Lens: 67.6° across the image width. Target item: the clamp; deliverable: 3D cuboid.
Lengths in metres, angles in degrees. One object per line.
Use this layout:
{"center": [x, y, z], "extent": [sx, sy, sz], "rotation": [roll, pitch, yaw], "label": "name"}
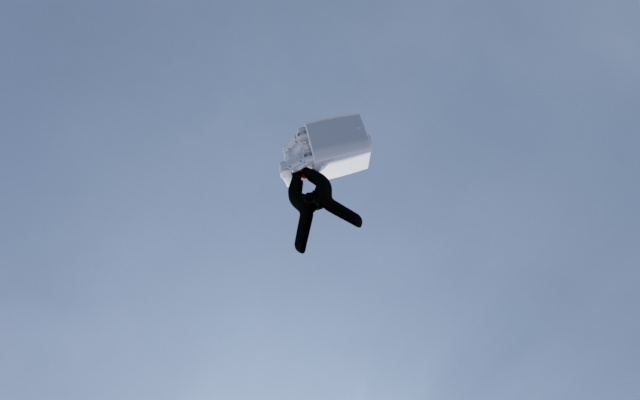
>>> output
{"center": [0.000, 0.003, 0.835], "extent": [0.120, 0.171, 0.039], "rotation": [-14, -31, 0], "label": "clamp"}
